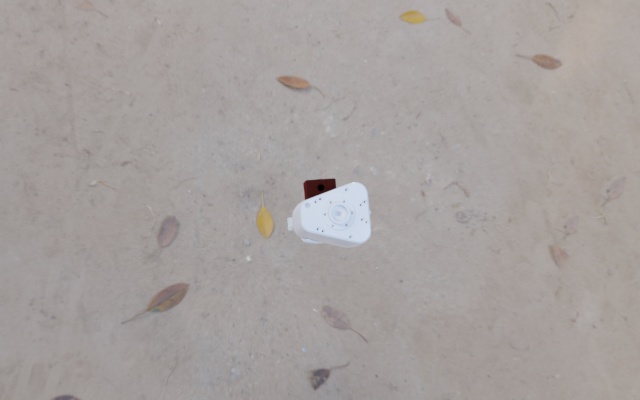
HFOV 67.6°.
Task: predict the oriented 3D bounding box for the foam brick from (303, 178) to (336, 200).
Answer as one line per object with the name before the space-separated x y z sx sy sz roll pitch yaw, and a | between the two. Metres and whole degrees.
foam brick | 0.000 0.002 0.836 0.053 0.078 0.051 -4 -6 -8
